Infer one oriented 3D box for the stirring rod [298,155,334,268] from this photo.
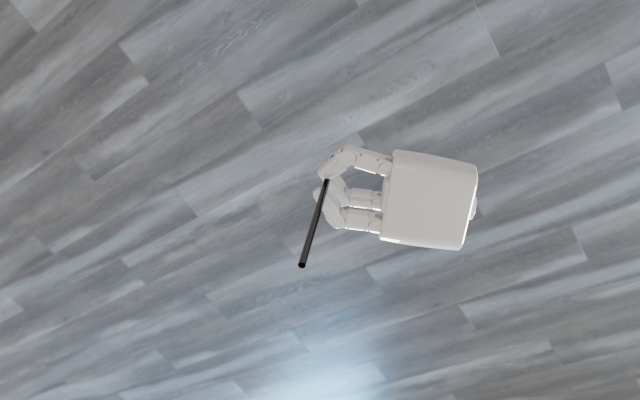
[{"bbox_3d":[0.000,0.002,0.579,0.011,0.011,0.239,0,32,11],"label":"stirring rod"}]
